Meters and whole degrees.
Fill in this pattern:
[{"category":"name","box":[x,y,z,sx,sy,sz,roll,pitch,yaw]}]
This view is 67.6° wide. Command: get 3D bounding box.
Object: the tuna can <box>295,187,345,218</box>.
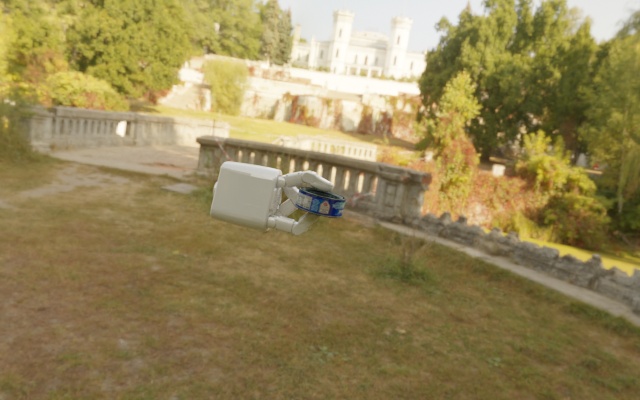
[{"category":"tuna can","box":[0.000,0.002,0.840,0.086,0.034,0.086,14,9,-2]}]
